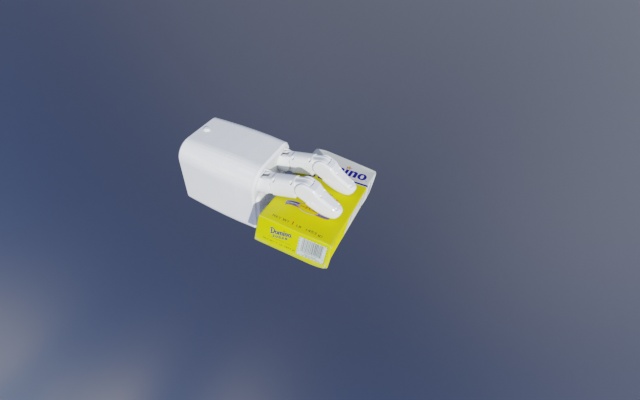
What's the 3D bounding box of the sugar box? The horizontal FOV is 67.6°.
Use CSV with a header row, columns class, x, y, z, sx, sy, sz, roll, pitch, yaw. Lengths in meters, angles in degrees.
class,x,y,z,sx,sy,sz,roll,pitch,yaw
sugar box,0.000,0.002,0.602,0.093,0.048,0.176,23,41,9
